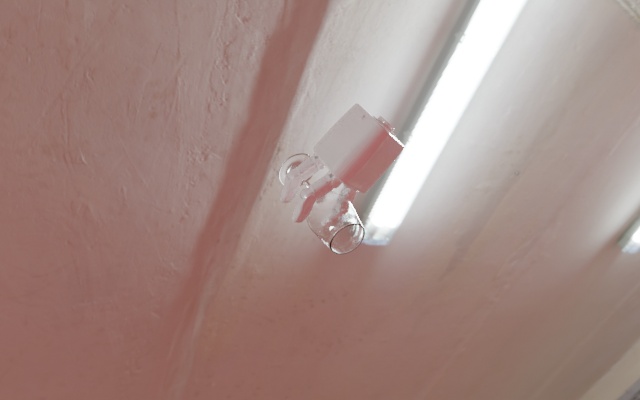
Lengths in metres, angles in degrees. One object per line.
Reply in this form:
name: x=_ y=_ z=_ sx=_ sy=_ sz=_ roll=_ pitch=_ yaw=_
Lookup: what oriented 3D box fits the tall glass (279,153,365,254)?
tall glass: x=0.000 y=0.002 z=0.810 sx=0.079 sy=0.079 sz=0.201 roll=0 pitch=36 yaw=-32
